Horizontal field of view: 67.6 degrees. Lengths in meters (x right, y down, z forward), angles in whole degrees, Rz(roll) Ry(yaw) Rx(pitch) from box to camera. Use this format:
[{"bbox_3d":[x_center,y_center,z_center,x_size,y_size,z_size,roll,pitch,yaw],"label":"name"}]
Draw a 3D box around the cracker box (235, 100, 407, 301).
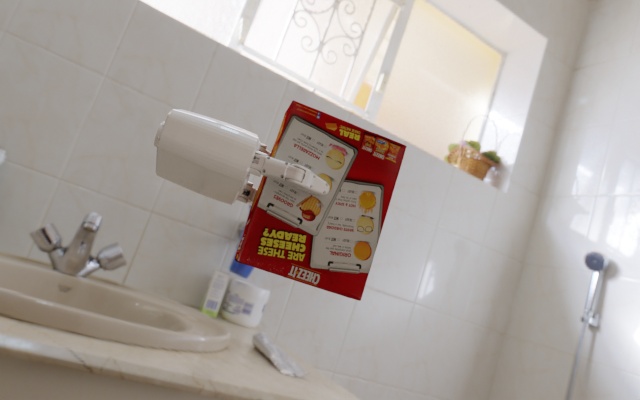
[{"bbox_3d":[0.000,0.002,0.625,0.164,0.213,0.072,20,-10,-11],"label":"cracker box"}]
